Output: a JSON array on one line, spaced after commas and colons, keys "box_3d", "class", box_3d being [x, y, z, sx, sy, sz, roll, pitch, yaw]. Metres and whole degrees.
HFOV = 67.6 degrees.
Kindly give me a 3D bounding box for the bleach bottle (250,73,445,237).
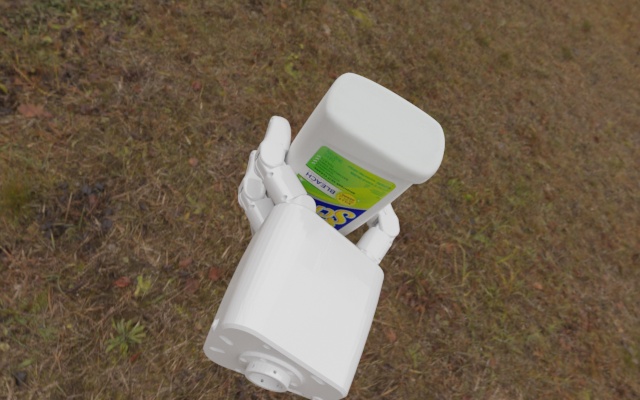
[{"box_3d": [0.000, 0.001, 0.446, 0.102, 0.068, 0.251, 30, -38, -7], "class": "bleach bottle"}]
